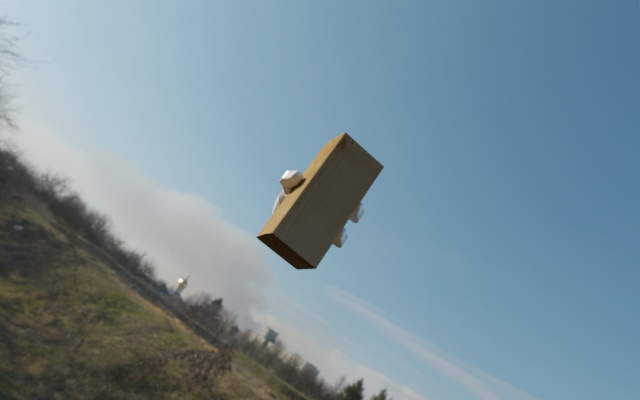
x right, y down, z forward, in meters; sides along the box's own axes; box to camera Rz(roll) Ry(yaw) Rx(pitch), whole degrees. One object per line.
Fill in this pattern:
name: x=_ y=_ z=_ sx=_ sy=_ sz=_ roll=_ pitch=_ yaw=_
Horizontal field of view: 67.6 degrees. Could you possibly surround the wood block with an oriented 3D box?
wood block: x=0.000 y=0.002 z=0.777 sx=0.091 sy=0.206 sz=0.090 roll=40 pitch=-21 yaw=-13
